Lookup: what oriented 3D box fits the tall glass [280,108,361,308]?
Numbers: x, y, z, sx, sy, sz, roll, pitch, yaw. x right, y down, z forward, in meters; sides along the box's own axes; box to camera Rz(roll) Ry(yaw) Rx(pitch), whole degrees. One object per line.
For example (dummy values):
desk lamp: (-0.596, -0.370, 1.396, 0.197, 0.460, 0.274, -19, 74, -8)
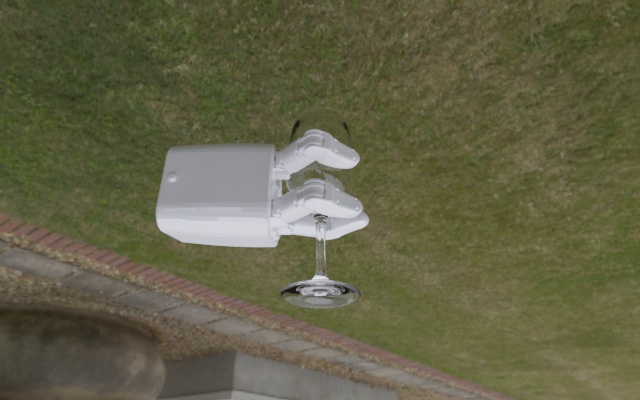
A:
tall glass: (0.000, 0.002, 0.488, 0.079, 0.201, 0.079, 0, -30, 0)
